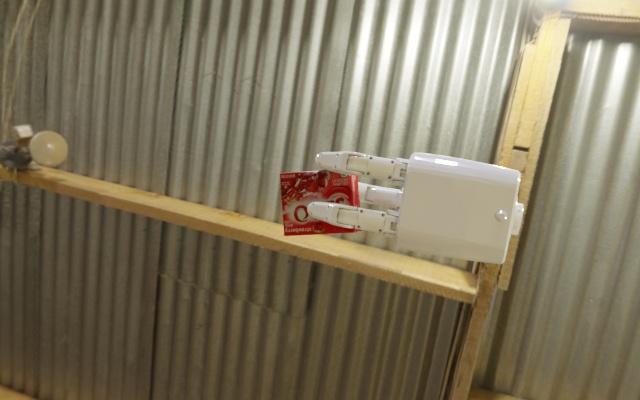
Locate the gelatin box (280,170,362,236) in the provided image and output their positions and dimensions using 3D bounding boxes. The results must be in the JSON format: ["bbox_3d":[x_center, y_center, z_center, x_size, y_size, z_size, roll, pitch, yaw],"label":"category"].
[{"bbox_3d":[0.000,0.002,0.543,0.089,0.073,0.030,-4,1,22],"label":"gelatin box"}]
